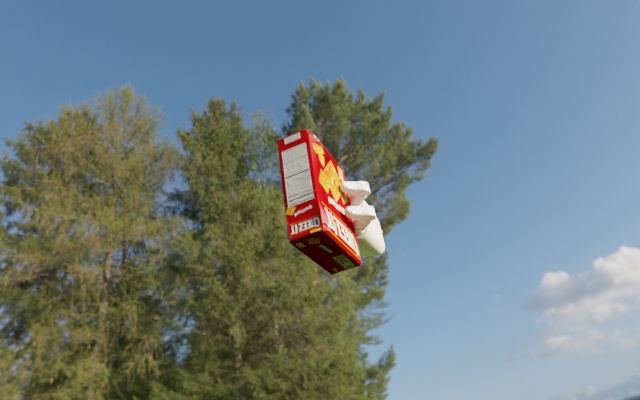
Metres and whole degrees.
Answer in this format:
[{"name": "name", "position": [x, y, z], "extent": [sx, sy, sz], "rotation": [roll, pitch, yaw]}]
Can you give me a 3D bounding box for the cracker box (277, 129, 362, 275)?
[{"name": "cracker box", "position": [0.000, 0.003, 0.857], "extent": [0.072, 0.213, 0.164], "rotation": [-21, -34, 18]}]
